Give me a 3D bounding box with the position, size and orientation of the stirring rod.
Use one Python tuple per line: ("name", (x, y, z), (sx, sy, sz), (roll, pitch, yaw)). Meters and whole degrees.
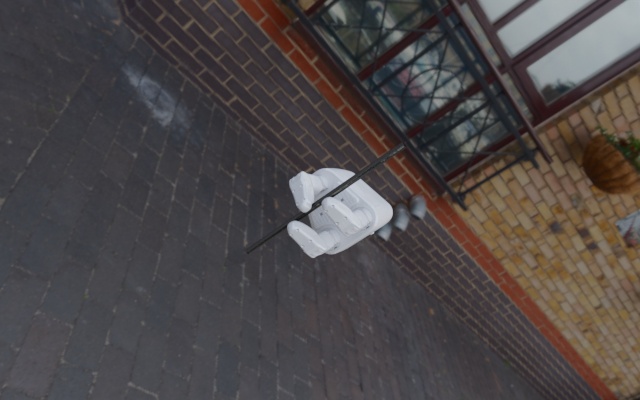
("stirring rod", (0.000, 0.002, 0.571), (0.239, 0.011, 0.011), (-34, -13, 20))
